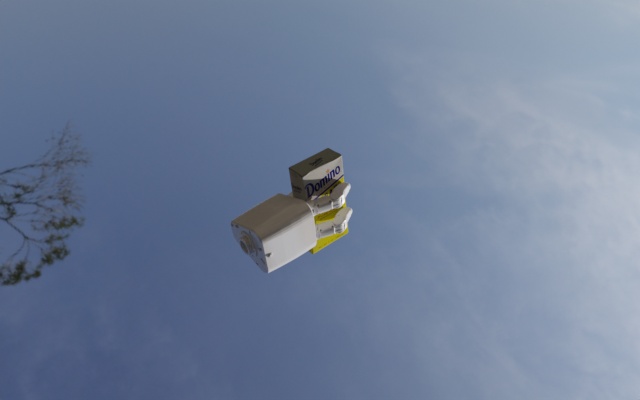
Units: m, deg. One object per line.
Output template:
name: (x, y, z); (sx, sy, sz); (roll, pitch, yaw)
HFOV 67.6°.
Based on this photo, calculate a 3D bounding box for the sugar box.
sugar box: (0.000, 0.003, 0.869); (0.093, 0.176, 0.048); (-30, 44, -28)
